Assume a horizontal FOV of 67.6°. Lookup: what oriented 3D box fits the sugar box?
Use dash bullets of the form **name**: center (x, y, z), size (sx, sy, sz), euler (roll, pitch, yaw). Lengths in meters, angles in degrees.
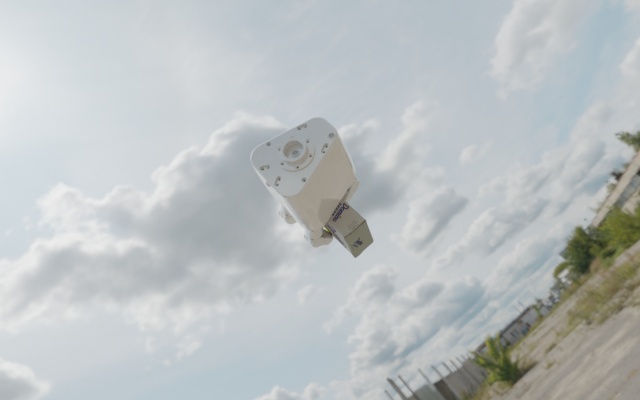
- **sugar box**: center (0.000, 0.003, 0.711), size (0.048, 0.176, 0.093), euler (-40, -27, -6)
